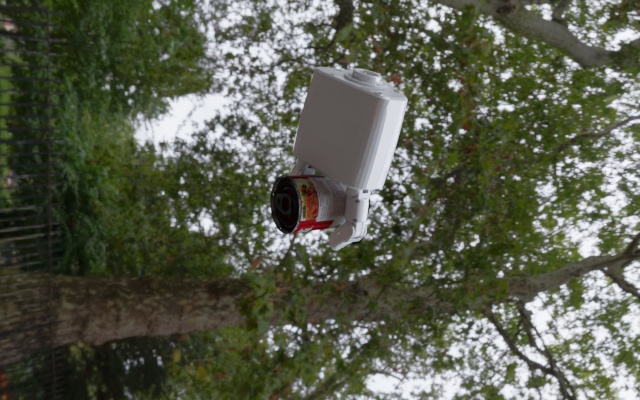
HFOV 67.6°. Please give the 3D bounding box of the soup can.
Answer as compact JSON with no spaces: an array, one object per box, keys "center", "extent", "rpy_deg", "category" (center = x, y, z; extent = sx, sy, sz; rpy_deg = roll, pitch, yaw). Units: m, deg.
[{"center":[0.000,0.002,0.573],"extent":[0.102,0.068,0.068],"rpy_deg":[-4,2,-34],"category":"soup can"}]
